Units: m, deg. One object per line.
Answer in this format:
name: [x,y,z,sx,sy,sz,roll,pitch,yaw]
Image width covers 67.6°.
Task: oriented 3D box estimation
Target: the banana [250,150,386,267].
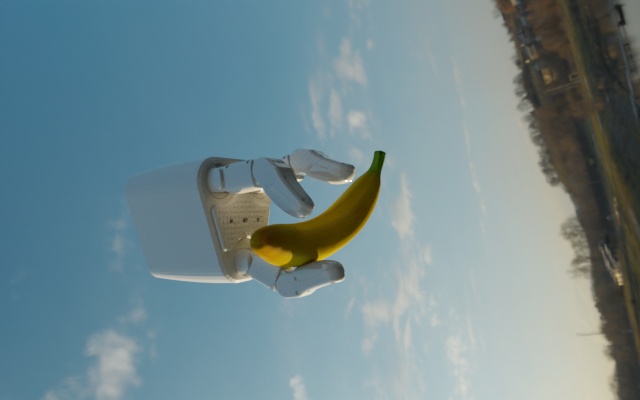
banana: [0.005,0.017,0.428,0.037,0.070,0.197,6,27,33]
